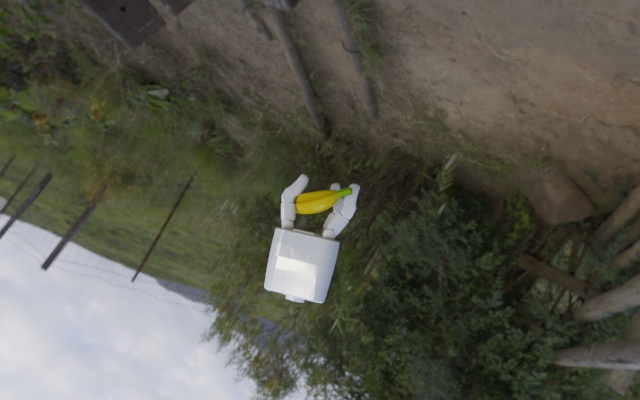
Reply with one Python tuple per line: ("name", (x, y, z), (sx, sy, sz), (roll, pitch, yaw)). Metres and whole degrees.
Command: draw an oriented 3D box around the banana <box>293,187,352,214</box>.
("banana", (-0.016, 0.004, 0.842), (0.069, 0.037, 0.198), (-6, 0, -24))
